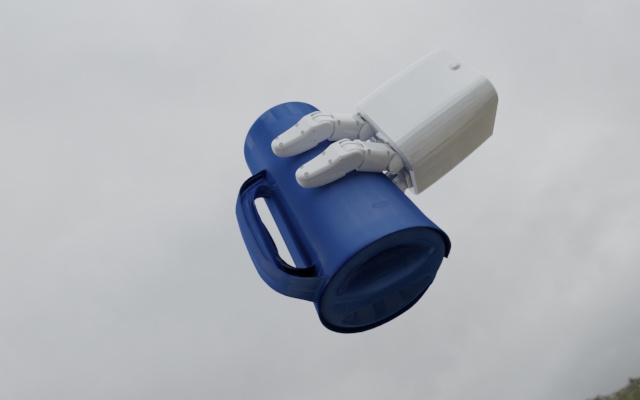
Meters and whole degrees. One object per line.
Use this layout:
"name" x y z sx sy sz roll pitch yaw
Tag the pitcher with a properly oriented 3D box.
"pitcher" 0.000 0.001 0.481 0.145 0.242 0.149 -37 -41 2
